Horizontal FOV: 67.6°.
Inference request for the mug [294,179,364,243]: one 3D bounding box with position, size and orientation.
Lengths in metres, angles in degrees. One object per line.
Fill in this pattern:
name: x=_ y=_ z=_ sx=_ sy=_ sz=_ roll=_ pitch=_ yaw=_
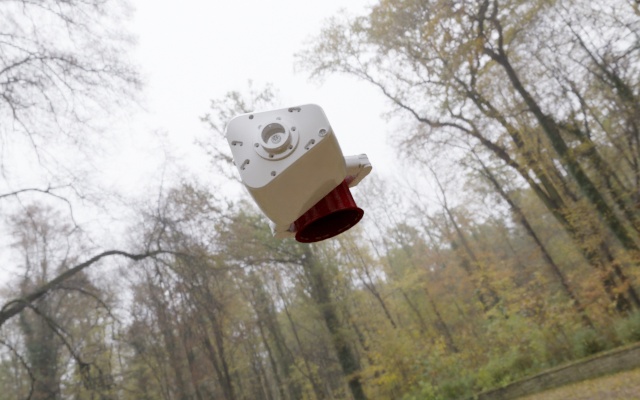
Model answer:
mug: x=0.000 y=0.002 z=0.625 sx=0.093 sy=0.081 sz=0.117 roll=-22 pitch=-22 yaw=1
